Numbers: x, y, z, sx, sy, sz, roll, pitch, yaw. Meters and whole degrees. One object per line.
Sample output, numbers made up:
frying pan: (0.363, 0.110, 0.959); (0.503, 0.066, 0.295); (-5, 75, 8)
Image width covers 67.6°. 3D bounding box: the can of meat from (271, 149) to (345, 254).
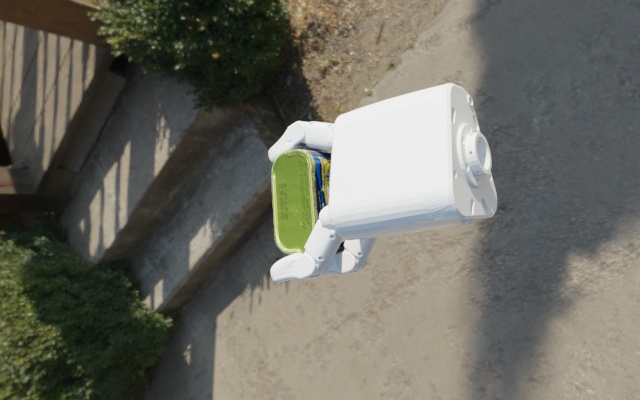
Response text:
can of meat: (0.000, 0.001, 0.469); (0.057, 0.102, 0.084); (-6, -4, 38)
